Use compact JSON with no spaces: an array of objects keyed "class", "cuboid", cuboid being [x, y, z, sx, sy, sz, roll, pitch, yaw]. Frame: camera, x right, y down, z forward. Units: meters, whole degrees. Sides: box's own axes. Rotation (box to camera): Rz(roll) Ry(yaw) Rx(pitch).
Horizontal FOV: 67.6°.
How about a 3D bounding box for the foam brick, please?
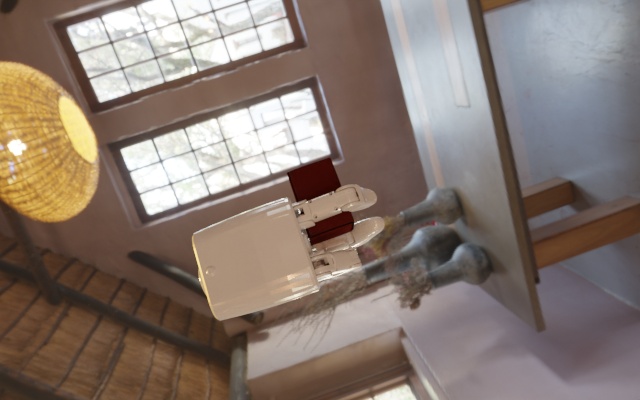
[{"class":"foam brick","cuboid":[0.000,0.001,0.523,0.051,0.078,0.053,-19,-14,-2]}]
